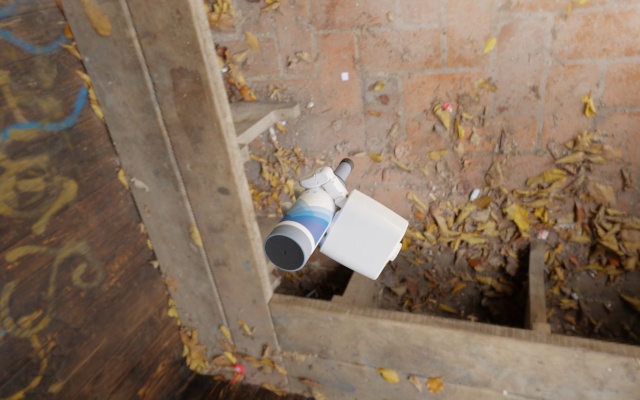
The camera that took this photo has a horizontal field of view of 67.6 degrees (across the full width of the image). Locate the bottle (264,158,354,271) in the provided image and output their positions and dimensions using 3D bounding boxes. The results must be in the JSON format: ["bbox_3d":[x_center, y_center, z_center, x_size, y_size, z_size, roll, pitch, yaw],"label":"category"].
[{"bbox_3d":[0.000,0.003,0.799,0.069,0.069,0.295,0,29,24],"label":"bottle"}]
